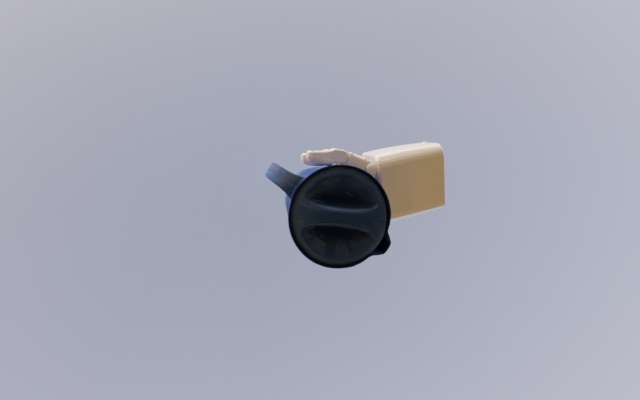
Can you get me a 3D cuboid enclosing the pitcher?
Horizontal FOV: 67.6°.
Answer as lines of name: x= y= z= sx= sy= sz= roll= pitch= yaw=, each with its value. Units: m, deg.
pitcher: x=0.000 y=0.002 z=0.712 sx=0.145 sy=0.149 sz=0.243 roll=-13 pitch=8 yaw=-7
